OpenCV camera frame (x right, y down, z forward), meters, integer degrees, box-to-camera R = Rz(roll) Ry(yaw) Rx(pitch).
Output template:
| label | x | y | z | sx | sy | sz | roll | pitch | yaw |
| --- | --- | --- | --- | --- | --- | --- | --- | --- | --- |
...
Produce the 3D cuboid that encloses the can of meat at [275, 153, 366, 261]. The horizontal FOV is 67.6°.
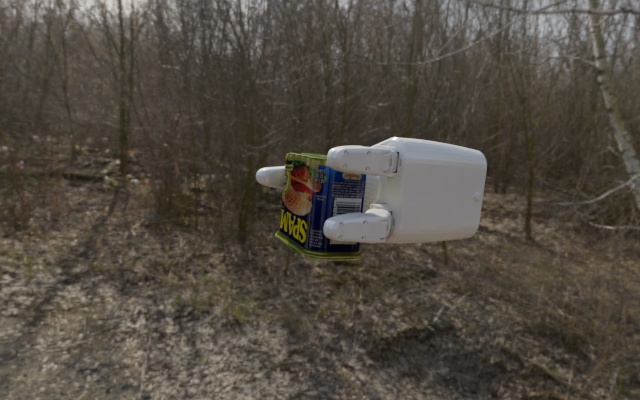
| label | x | y | z | sx | sy | sz | roll | pitch | yaw |
| --- | --- | --- | --- | --- | --- | --- | --- | --- | --- |
| can of meat | 0.000 | 0.001 | 0.435 | 0.057 | 0.084 | 0.102 | 3 | 8 | -23 |
